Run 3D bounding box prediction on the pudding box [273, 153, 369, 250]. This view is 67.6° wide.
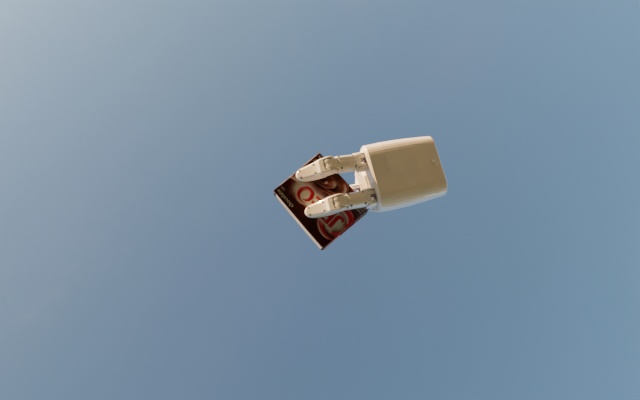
[{"bbox_3d":[0.000,0.002,0.697,0.090,0.113,0.039,-40,-8,-12],"label":"pudding box"}]
